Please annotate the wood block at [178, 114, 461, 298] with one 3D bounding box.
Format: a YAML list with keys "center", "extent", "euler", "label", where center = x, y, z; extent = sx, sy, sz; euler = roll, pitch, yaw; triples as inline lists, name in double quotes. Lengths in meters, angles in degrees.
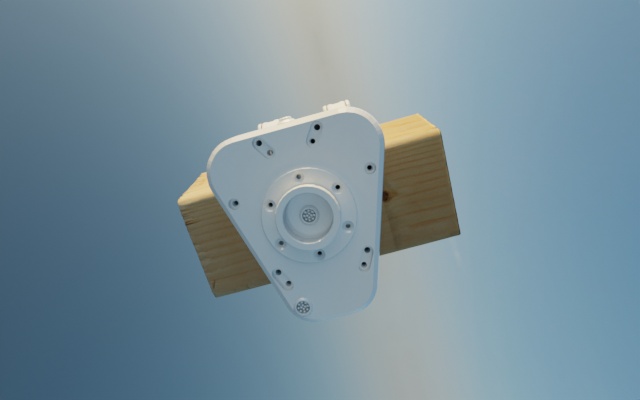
- center: [0.000, 0.002, 0.411]
  extent: [0.206, 0.091, 0.090]
  euler: [-15, 18, 5]
  label: "wood block"
